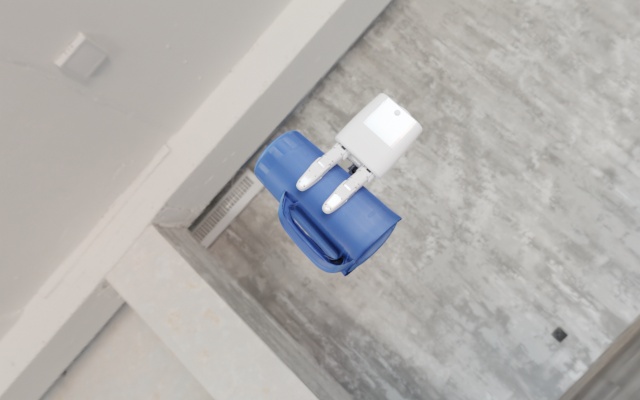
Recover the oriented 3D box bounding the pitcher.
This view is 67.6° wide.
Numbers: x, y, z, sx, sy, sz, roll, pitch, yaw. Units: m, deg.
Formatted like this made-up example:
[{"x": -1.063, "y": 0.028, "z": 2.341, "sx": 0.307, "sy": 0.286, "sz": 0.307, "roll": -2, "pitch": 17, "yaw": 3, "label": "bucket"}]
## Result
[{"x": 0.000, "y": 0.002, "z": 0.789, "sx": 0.243, "sy": 0.145, "sz": 0.149, "roll": 44, "pitch": 1, "yaw": 12, "label": "pitcher"}]
